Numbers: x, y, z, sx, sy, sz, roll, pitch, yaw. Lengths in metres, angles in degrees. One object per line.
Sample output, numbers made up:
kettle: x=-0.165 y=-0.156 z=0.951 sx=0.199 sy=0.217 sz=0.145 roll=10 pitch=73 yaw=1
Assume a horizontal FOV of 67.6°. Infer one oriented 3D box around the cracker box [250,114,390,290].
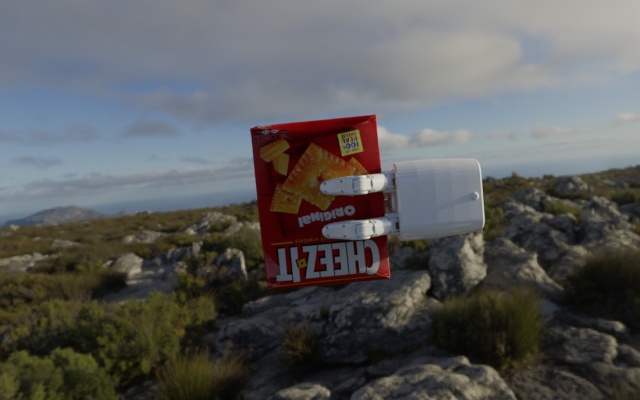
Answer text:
cracker box: x=0.000 y=0.002 z=0.633 sx=0.164 sy=0.214 sz=0.072 roll=-6 pitch=4 yaw=0
